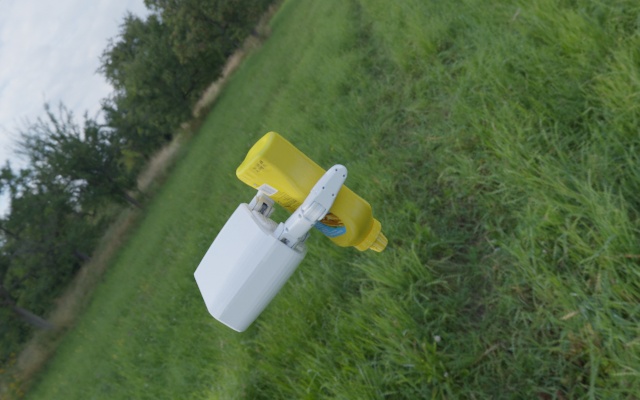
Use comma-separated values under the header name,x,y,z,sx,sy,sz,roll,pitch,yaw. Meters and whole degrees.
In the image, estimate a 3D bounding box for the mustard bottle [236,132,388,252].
name,x,y,z,sx,sy,sz,roll,pitch,yaw
mustard bottle,0.000,0.001,0.546,0.192,0.058,0.096,36,-22,-16
